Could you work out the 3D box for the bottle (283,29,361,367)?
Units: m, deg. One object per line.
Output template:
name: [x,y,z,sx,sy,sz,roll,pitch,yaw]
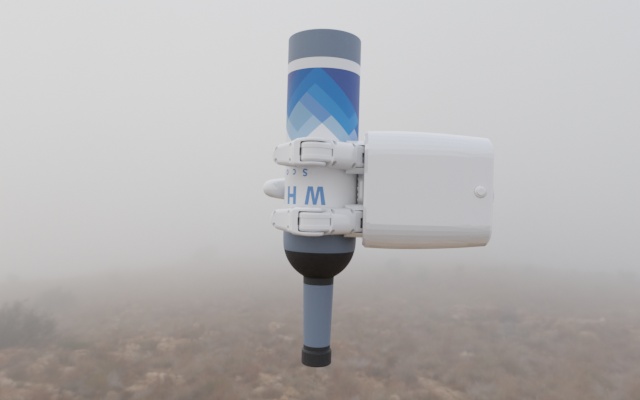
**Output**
bottle: [0.000,0.001,0.437,0.069,0.295,0.069,2,0,0]
